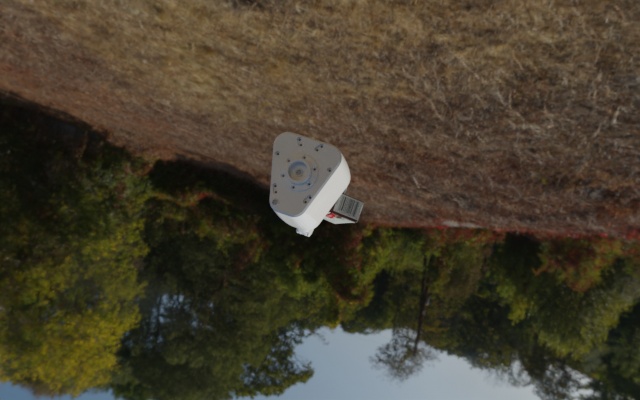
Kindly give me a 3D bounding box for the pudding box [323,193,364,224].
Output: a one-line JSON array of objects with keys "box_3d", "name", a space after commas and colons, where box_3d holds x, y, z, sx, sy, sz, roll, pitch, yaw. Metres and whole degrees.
[{"box_3d": [0.000, 0.003, 0.772, 0.113, 0.039, 0.090, 24, -11, -17], "name": "pudding box"}]
